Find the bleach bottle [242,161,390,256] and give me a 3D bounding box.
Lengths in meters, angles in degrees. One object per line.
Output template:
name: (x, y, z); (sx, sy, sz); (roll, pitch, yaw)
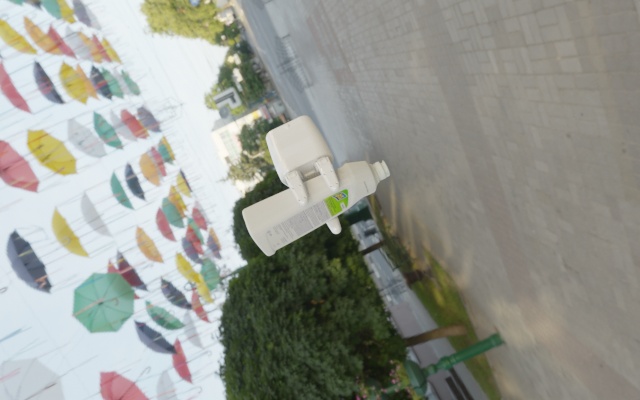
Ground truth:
bleach bottle: (0.000, 0.003, 0.814); (0.251, 0.068, 0.103); (-25, -33, 0)
